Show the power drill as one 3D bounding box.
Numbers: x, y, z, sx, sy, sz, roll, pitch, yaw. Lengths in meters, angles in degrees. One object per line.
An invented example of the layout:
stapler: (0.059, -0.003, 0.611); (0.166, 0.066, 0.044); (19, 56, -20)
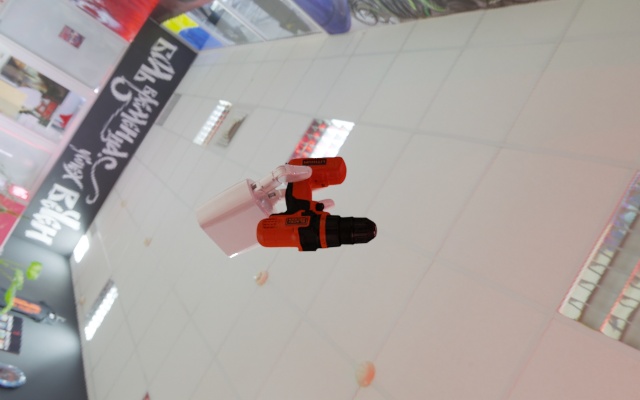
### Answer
power drill: (0.000, 0.002, 0.774); (0.184, 0.057, 0.187); (-1, 39, 9)
